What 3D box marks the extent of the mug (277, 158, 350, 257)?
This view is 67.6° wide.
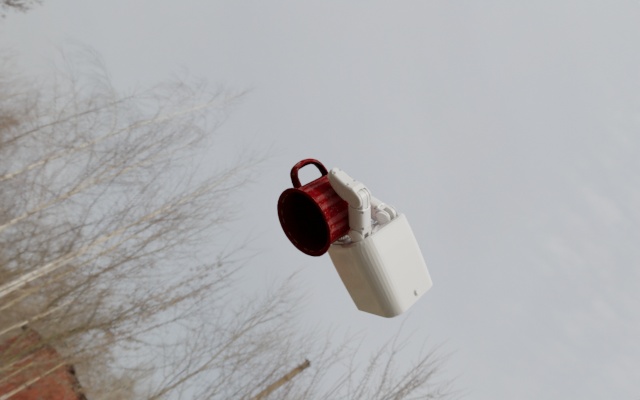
[{"bbox_3d":[0.000,0.001,0.611,0.081,0.117,0.093,-29,8,-39],"label":"mug"}]
